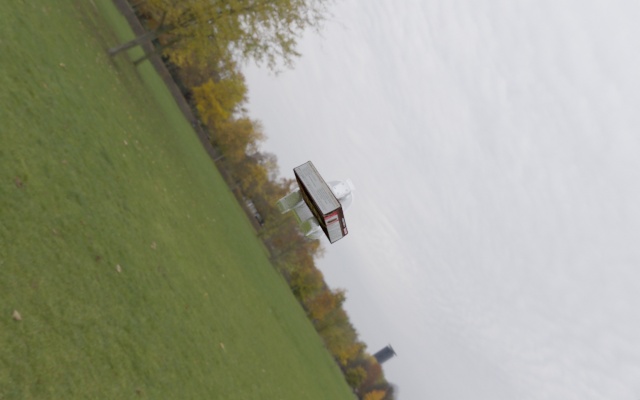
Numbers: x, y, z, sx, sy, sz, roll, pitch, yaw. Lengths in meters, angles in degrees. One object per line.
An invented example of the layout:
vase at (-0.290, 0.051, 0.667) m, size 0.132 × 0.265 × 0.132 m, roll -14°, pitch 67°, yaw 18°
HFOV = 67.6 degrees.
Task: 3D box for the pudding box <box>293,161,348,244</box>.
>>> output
pudding box at (0.000, 0.003, 0.787) m, size 0.039 × 0.113 × 0.090 m, roll -30°, pitch -34°, yaw -9°
